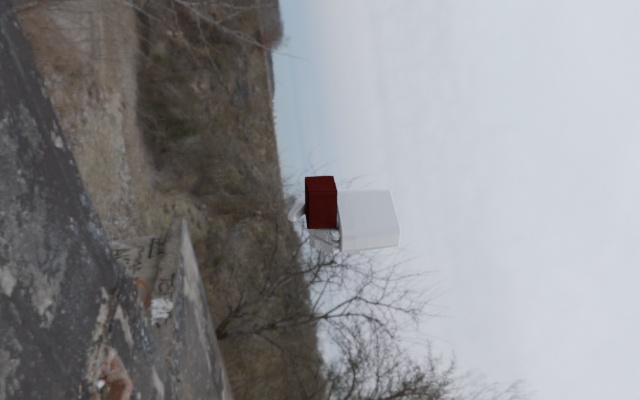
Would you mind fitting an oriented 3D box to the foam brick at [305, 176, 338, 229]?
[{"bbox_3d":[0.000,0.002,0.815,0.051,0.078,0.053,-3,34,-5],"label":"foam brick"}]
